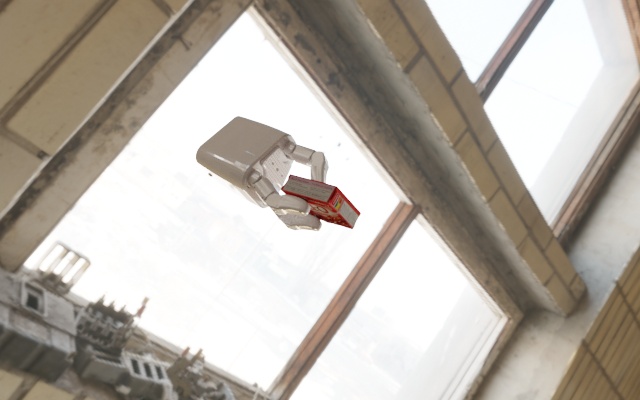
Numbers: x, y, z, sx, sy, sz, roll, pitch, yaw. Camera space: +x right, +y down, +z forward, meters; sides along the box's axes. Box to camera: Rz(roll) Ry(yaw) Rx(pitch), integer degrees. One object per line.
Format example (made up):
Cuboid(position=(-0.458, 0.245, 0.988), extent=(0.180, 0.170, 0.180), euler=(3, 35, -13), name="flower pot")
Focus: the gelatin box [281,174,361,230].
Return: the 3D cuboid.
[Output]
Cuboid(position=(0.001, 0.002, 0.645), extent=(0.089, 0.030, 0.073), euler=(15, -21, 39), name="gelatin box")
